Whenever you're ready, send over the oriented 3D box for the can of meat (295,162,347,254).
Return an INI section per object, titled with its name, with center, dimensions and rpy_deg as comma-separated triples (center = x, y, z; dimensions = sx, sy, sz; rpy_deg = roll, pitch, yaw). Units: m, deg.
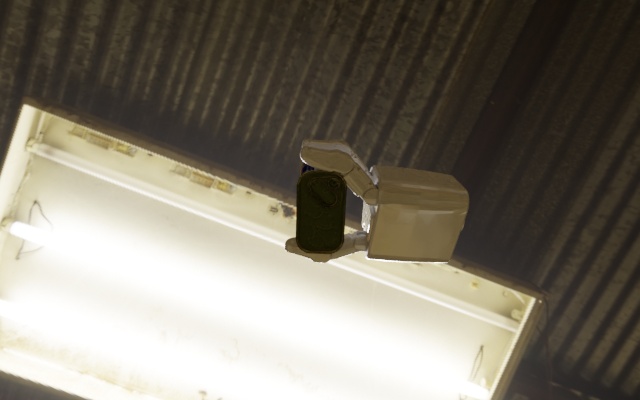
[can of meat]
center = 0.000, 0.002, 0.588
dimensions = 0.057, 0.102, 0.084
rpy_deg = 1, 19, -1
